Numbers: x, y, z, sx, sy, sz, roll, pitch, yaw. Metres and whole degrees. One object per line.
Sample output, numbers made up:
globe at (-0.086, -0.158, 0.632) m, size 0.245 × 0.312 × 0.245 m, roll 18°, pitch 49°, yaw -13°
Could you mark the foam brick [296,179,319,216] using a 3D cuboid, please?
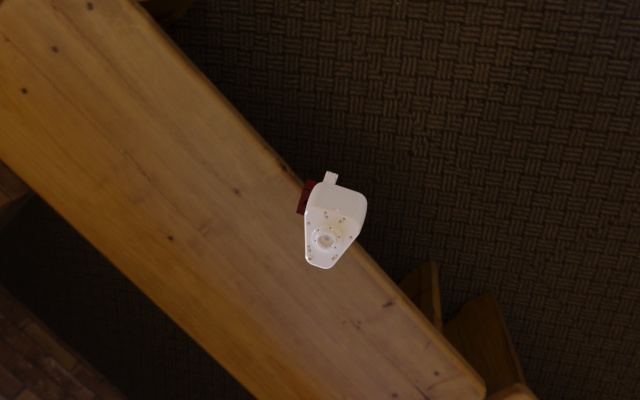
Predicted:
foam brick at (0.000, 0.003, 0.884) m, size 0.078 × 0.053 × 0.051 m, roll 18°, pitch 25°, yaw 2°
